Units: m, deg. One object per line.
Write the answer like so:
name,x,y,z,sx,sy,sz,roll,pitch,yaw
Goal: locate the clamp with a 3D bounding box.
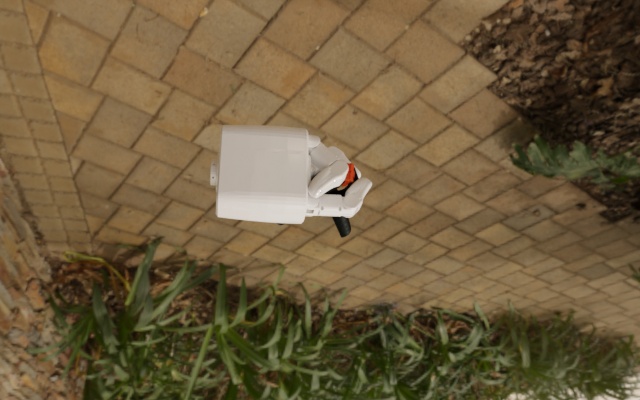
clamp,0.000,0.003,0.676,0.120,0.039,0.172,3,-33,-10
